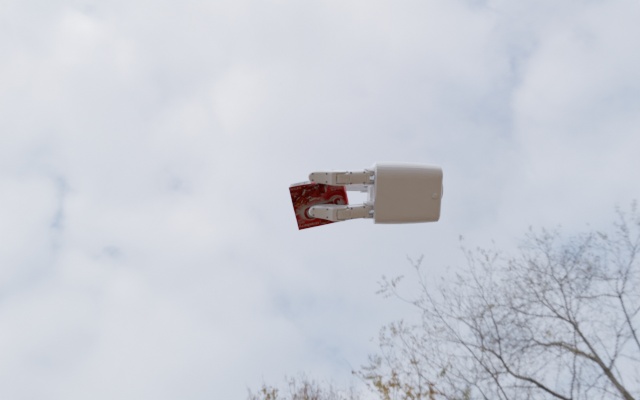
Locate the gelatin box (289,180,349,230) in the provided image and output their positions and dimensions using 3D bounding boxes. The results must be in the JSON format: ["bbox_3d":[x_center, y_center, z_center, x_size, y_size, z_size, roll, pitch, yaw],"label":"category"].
[{"bbox_3d":[0.000,0.002,0.767,0.089,0.073,0.030,-11,12,7],"label":"gelatin box"}]
